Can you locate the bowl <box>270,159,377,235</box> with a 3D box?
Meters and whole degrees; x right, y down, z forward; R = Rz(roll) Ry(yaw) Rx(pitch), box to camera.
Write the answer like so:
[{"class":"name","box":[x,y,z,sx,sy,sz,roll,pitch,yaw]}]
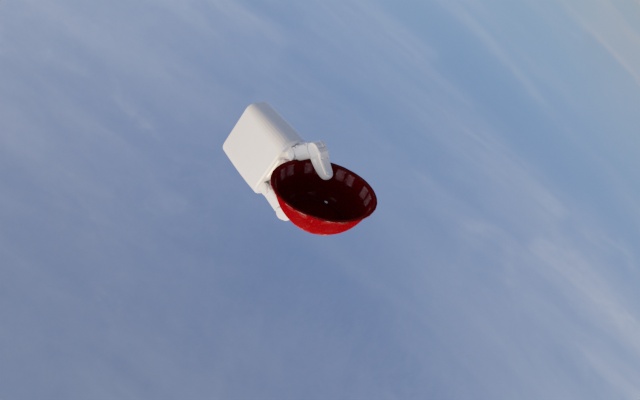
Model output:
[{"class":"bowl","box":[0.001,0.003,0.713,0.162,0.055,0.162,11,33,-7]}]
